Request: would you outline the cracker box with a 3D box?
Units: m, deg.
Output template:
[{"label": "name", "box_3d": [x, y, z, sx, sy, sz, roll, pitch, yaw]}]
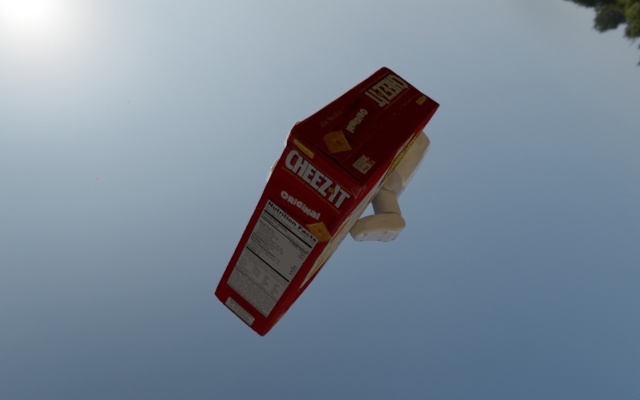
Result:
[{"label": "cracker box", "box_3d": [0.000, 0.002, 0.433, 0.072, 0.214, 0.164, 37, 42, 7]}]
